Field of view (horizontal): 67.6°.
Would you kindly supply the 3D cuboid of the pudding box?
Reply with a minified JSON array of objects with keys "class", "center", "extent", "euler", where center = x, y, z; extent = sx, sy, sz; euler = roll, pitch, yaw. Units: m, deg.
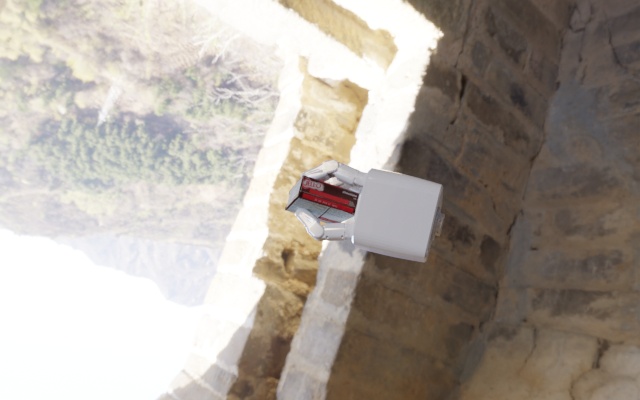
[{"class":"pudding box","center":[0.000,0.003,0.724],"extent":[0.090,0.039,0.113],"euler":[19,-17,-10]}]
